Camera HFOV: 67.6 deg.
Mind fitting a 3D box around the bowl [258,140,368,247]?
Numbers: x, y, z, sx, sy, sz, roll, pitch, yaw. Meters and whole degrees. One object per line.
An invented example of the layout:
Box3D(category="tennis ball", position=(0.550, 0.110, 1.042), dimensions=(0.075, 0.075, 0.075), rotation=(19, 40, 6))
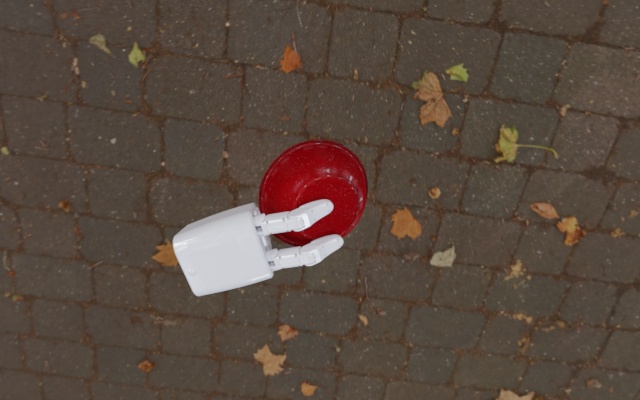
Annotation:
Box3D(category="bowl", position=(0.001, 0.002, 0.648), dimensions=(0.162, 0.162, 0.055), rotation=(0, 21, -19))
